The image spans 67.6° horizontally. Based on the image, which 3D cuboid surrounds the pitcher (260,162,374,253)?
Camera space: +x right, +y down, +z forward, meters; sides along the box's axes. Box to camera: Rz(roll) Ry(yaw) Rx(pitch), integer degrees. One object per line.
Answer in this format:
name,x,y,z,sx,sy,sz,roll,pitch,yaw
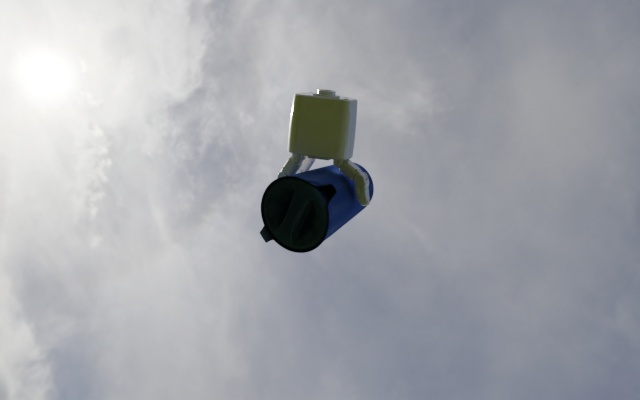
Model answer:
pitcher,0.000,0.003,0.897,0.149,0.145,0.243,14,19,25
